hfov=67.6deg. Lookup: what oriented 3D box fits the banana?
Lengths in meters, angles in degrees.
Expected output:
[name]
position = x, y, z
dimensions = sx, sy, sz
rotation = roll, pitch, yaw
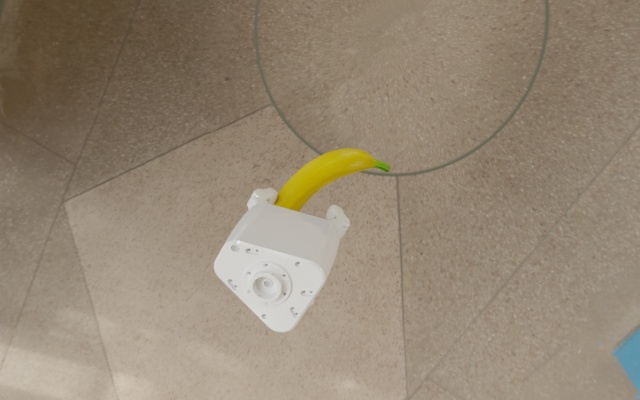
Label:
[banana]
position = -0.008, -0.015, 0.637
dimensions = 0.198, 0.069, 0.037
rotation = -32, 11, 17
